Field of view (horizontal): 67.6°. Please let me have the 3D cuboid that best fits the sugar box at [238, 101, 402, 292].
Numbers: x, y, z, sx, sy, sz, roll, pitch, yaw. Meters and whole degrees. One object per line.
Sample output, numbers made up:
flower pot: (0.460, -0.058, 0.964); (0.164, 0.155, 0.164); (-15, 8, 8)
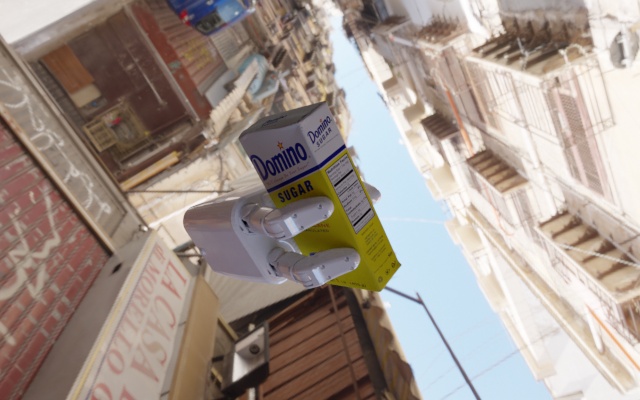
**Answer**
sugar box: (0.000, 0.002, 0.446); (0.093, 0.176, 0.048); (-3, 34, 48)
